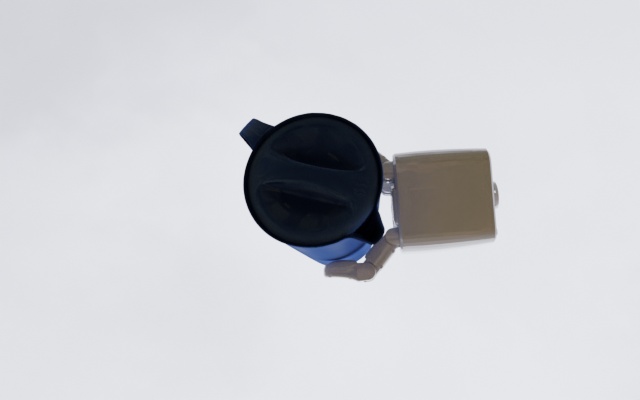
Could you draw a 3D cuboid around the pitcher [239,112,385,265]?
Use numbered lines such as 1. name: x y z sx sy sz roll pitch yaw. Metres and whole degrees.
1. pitcher: 0.000 0.002 0.556 0.145 0.149 0.243 -6 -16 6
